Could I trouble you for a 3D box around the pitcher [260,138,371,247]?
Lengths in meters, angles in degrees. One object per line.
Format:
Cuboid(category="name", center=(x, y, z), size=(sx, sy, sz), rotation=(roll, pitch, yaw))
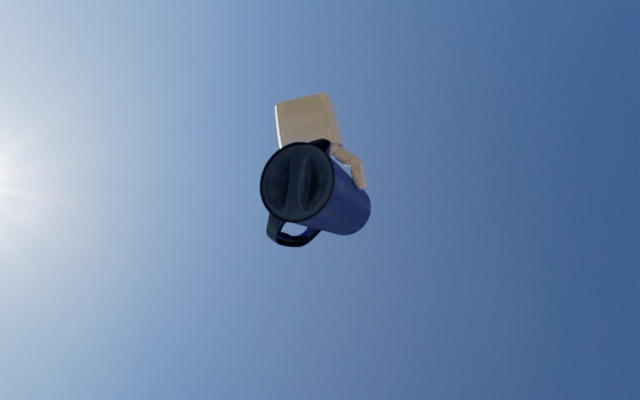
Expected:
Cuboid(category="pitcher", center=(0.000, 0.003, 0.855), size=(0.149, 0.145, 0.243), rotation=(-19, -19, 19))
